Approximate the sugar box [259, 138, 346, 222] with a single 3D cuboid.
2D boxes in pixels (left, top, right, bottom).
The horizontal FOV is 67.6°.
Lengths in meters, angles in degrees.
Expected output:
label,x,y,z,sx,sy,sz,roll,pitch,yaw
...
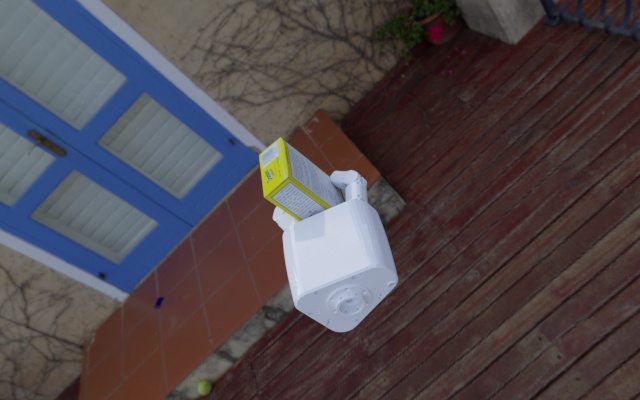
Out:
label,x,y,z,sx,sy,sz,roll,pitch,yaw
sugar box,0.000,0.002,0.620,0.048,0.093,0.176,-37,-54,18
